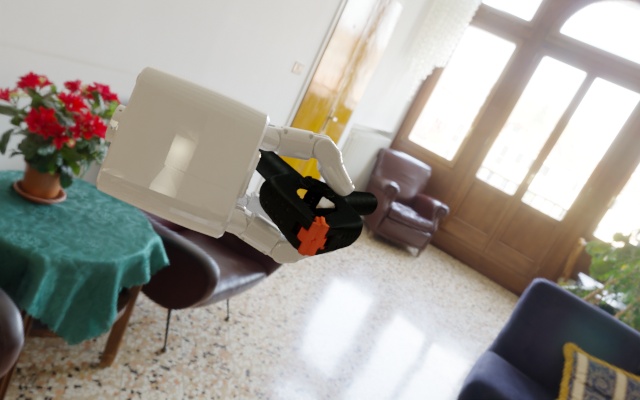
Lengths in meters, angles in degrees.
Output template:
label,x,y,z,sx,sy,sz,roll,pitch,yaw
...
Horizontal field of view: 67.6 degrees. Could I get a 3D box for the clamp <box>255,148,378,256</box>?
label,x,y,z,sx,sy,sz,roll,pitch,yaw
clamp,0.000,0.001,0.445,0.164,0.036,0.210,22,15,-16
